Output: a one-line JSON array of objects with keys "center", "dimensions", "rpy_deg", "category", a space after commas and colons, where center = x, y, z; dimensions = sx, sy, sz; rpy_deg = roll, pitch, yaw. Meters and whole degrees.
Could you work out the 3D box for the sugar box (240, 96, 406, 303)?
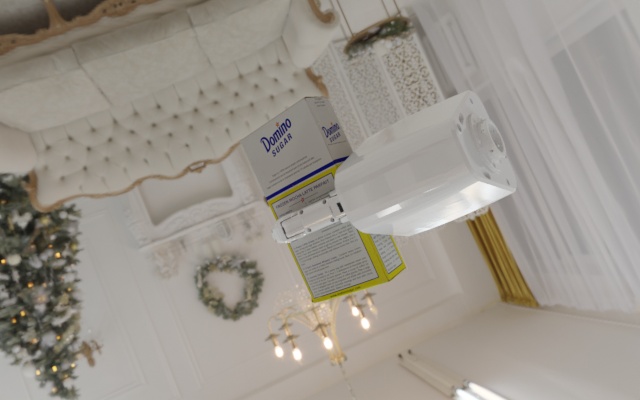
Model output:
[{"center": [0.001, 0.001, 0.450], "dimensions": [0.093, 0.176, 0.048], "rpy_deg": [-25, -4, 35], "category": "sugar box"}]
